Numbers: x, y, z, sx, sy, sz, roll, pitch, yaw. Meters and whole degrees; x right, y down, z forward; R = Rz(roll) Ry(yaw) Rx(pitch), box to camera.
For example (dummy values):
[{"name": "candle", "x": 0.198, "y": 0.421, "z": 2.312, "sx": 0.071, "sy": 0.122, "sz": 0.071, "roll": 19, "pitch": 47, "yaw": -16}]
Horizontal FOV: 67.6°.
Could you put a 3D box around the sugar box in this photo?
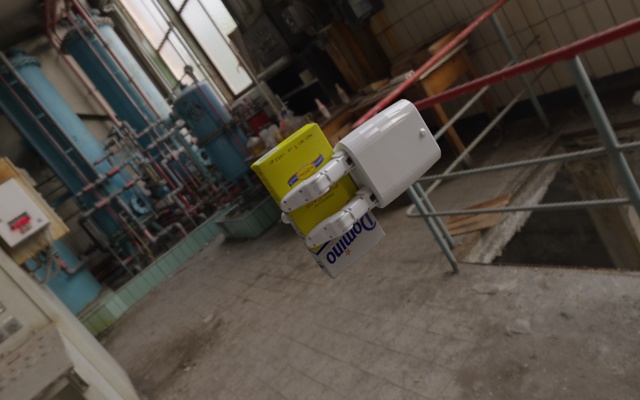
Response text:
[{"name": "sugar box", "x": 0.000, "y": 0.002, "z": 0.602, "sx": 0.093, "sy": 0.176, "sz": 0.048, "roll": -37, "pitch": 15, "yaw": -12}]
